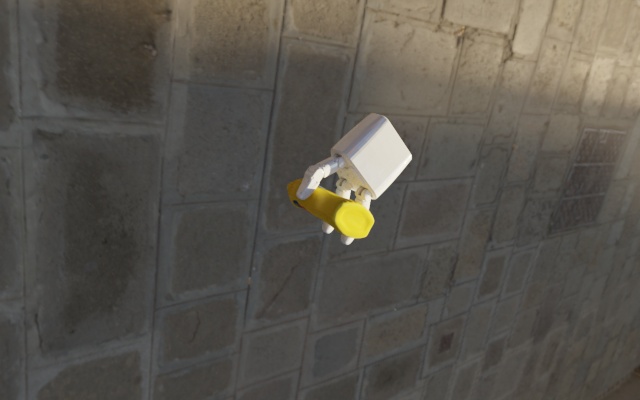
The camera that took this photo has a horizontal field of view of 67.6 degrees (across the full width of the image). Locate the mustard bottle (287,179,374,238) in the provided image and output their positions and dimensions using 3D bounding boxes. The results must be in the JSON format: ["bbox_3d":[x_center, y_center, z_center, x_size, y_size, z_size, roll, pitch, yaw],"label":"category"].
[{"bbox_3d":[0.000,0.003,0.841,0.096,0.058,0.191,25,2,-42],"label":"mustard bottle"}]
